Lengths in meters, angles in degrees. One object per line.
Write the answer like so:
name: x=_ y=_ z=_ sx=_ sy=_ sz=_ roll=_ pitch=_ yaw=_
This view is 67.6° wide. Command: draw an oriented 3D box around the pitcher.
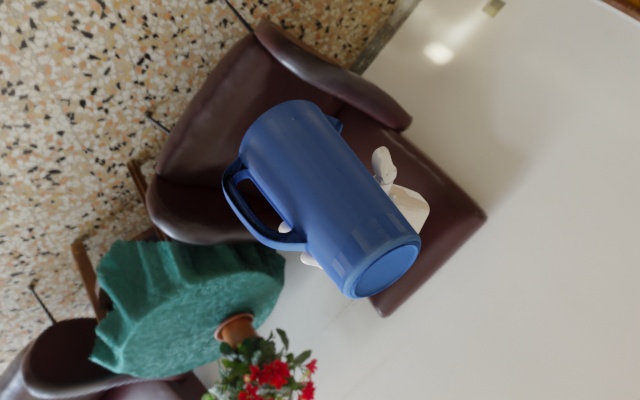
pitcher: x=0.000 y=0.002 z=0.586 sx=0.145 sy=0.149 sz=0.242 roll=12 pitch=34 yaw=-52
